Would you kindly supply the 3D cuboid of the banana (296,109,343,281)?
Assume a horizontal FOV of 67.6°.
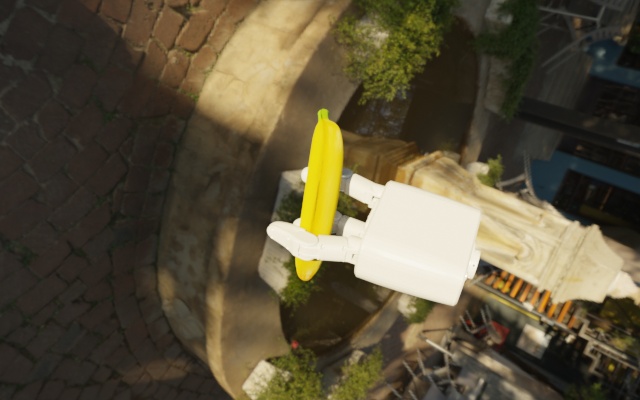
[{"bbox_3d":[0.000,0.001,0.517,0.037,0.198,0.069,9,8,1],"label":"banana"}]
